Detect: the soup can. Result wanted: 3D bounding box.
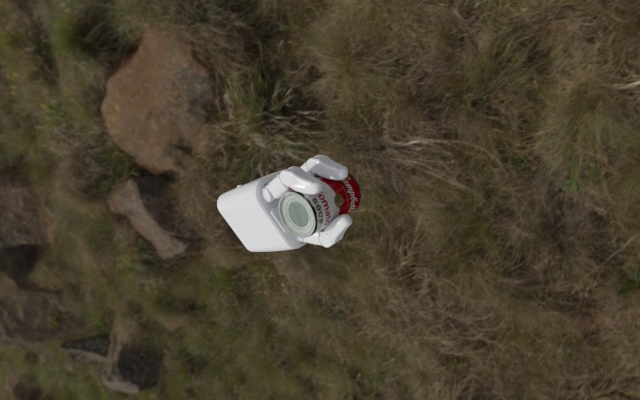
[{"bbox_3d":[0.000,0.002,0.654,0.068,0.068,0.102,0,19,42],"label":"soup can"}]
